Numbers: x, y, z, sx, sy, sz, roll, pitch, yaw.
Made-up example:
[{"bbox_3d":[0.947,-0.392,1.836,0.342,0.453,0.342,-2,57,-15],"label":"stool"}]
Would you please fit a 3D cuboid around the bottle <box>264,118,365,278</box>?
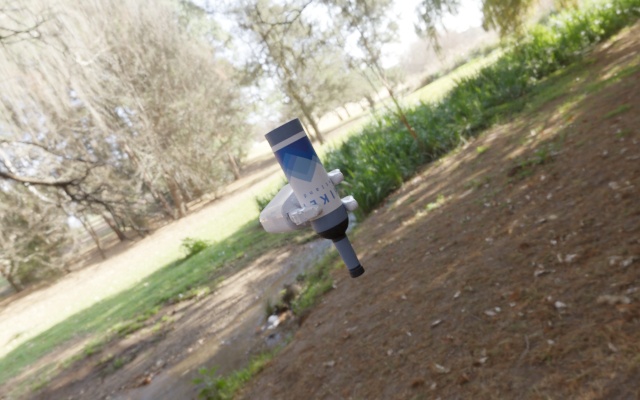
[{"bbox_3d":[0.000,0.002,0.834,0.069,0.296,0.069,-27,8,4],"label":"bottle"}]
